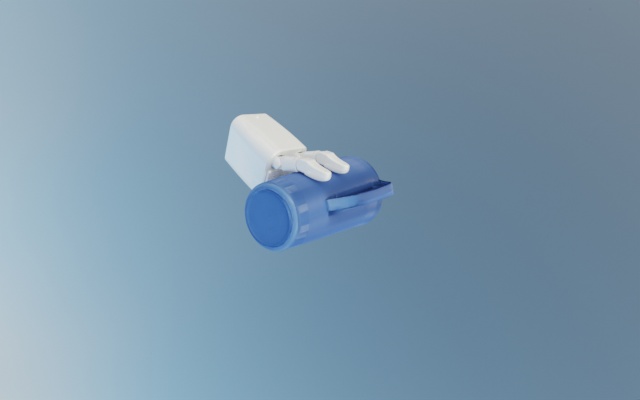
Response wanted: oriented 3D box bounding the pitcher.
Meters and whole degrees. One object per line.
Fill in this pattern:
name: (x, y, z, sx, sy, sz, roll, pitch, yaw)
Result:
pitcher: (0.000, 0.003, 0.800, 0.145, 0.149, 0.243, 44, 33, 20)
